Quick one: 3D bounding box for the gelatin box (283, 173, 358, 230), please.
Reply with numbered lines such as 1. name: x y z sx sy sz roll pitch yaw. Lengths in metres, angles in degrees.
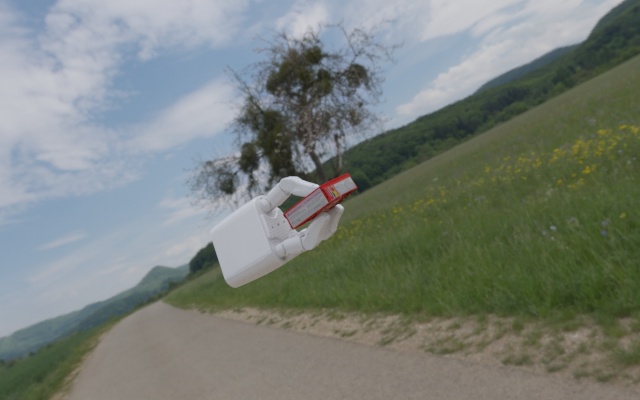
1. gelatin box: 0.000 0.002 0.684 0.089 0.030 0.073 -37 -7 39
